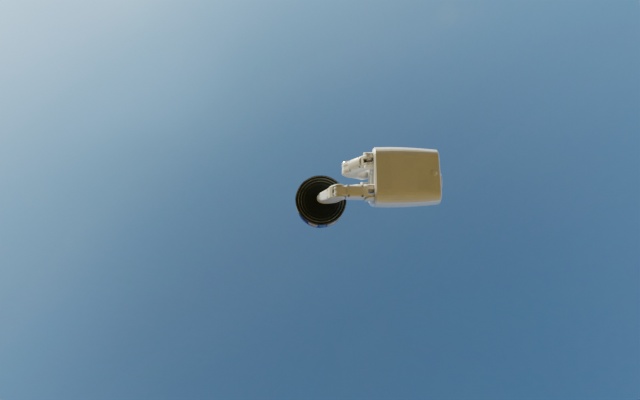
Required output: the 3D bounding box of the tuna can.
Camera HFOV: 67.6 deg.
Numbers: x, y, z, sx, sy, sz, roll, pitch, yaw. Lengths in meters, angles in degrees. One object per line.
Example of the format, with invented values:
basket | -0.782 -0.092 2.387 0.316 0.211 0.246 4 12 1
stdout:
tuna can | 0.000 0.003 0.812 0.086 0.086 0.034 0 -14 -2
